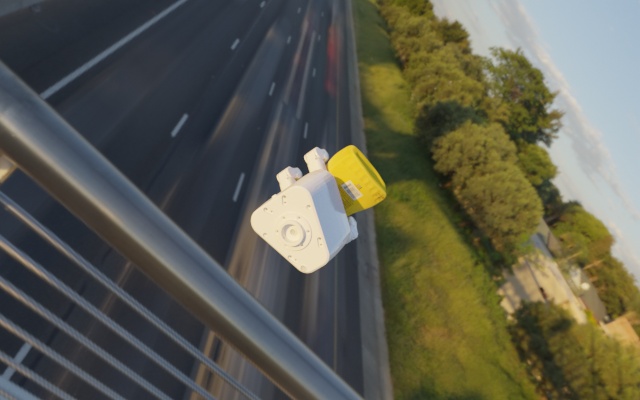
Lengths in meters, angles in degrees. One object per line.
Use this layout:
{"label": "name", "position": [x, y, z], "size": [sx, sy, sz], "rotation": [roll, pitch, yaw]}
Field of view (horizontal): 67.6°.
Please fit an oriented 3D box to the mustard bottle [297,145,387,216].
{"label": "mustard bottle", "position": [0.000, 0.002, 0.744], "size": [0.192, 0.096, 0.058], "rotation": [-33, 26, 21]}
